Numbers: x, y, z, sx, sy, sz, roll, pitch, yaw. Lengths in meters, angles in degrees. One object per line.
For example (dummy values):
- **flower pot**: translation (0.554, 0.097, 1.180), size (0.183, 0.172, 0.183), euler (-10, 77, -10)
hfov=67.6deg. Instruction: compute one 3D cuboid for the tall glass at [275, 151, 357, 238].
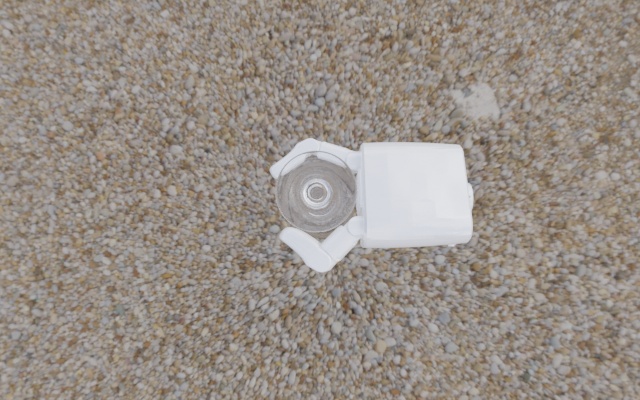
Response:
- **tall glass**: translation (0.000, 0.002, 0.527), size (0.079, 0.079, 0.201), euler (0, -6, 2)
